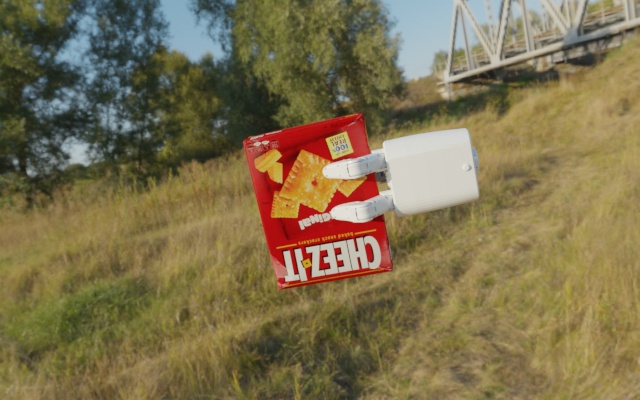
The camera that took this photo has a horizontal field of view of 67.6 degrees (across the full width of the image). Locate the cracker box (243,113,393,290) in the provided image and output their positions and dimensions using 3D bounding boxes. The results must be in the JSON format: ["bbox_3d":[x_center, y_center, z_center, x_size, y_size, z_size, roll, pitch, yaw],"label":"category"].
[{"bbox_3d":[0.000,0.002,0.655,0.164,0.214,0.072,-11,9,8],"label":"cracker box"}]
